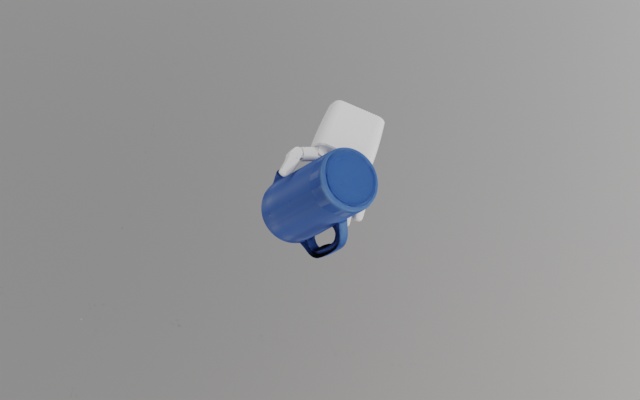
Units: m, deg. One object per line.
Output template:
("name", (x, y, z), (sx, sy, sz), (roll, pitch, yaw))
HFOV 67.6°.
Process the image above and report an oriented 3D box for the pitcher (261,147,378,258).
("pitcher", (0.000, 0.003, 0.851), (0.149, 0.145, 0.243), (29, -24, -18))
